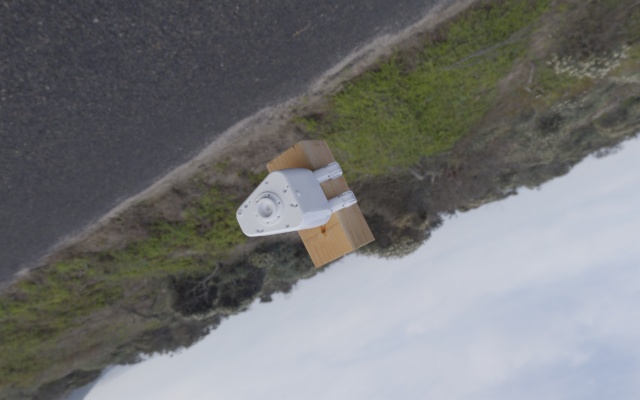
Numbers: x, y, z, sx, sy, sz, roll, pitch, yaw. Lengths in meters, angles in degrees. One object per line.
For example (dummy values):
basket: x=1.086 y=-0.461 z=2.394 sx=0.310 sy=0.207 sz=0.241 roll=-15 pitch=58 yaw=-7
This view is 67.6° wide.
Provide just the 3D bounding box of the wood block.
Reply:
wood block: x=0.000 y=0.003 z=0.858 sx=0.091 sy=0.206 sz=0.090 roll=-30 pitch=-8 yaw=30
